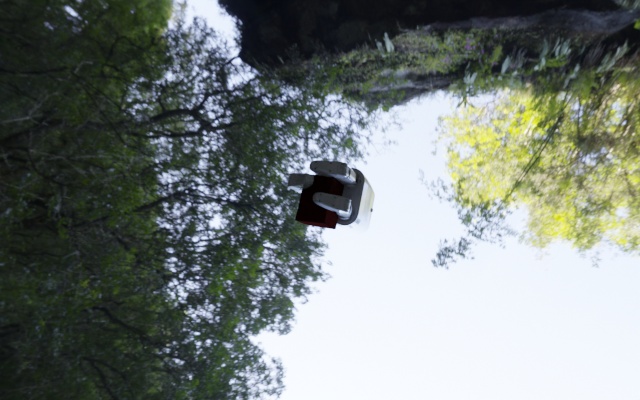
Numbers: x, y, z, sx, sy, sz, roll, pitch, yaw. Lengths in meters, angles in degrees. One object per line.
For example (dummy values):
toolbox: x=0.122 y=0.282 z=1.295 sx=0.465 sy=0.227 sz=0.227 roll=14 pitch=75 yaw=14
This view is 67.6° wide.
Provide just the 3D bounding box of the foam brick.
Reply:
foam brick: x=0.000 y=0.003 z=0.763 sx=0.053 sy=0.078 sz=0.051 roll=8 pitch=-12 yaw=24
